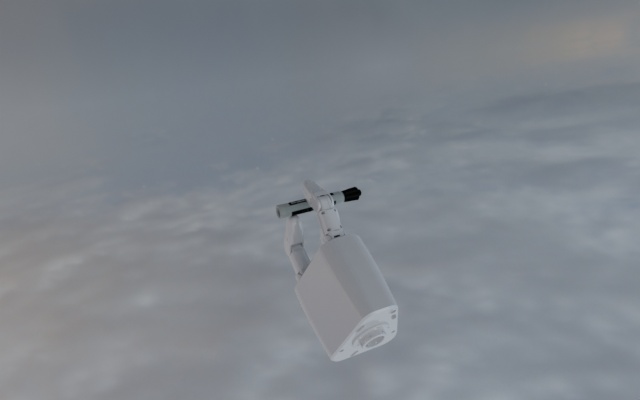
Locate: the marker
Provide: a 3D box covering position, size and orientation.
[{"bbox_3d":[0.000,0.002,0.634,0.121,0.020,0.020,-13,5,-22],"label":"marker"}]
